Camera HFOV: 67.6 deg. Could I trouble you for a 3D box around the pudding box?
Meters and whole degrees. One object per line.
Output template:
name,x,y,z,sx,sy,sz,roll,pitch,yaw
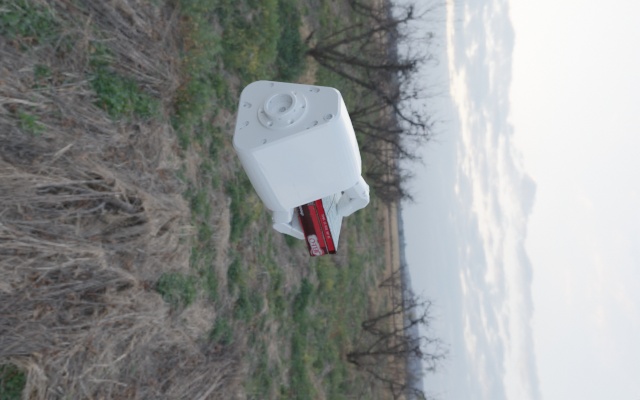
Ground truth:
pudding box,0.000,0.002,0.599,0.039,0.090,0.113,-6,29,14
